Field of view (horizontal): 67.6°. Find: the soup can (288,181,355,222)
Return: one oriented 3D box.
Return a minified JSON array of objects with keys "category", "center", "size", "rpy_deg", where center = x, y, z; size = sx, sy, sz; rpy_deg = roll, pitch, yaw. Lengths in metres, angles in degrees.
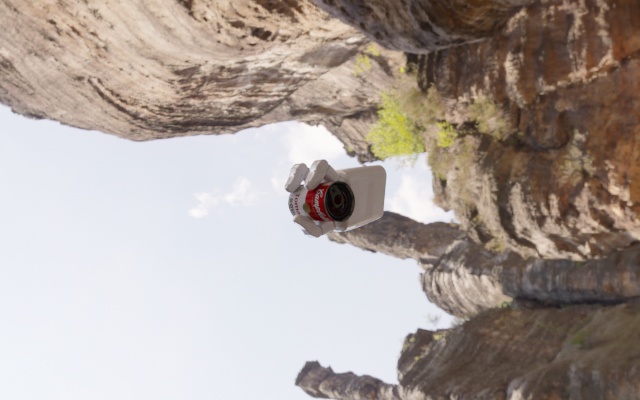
[{"category":"soup can","center":[0.000,0.003,0.822],"size":[0.068,0.068,0.102],"rpy_deg":[0,-1,-40]}]
